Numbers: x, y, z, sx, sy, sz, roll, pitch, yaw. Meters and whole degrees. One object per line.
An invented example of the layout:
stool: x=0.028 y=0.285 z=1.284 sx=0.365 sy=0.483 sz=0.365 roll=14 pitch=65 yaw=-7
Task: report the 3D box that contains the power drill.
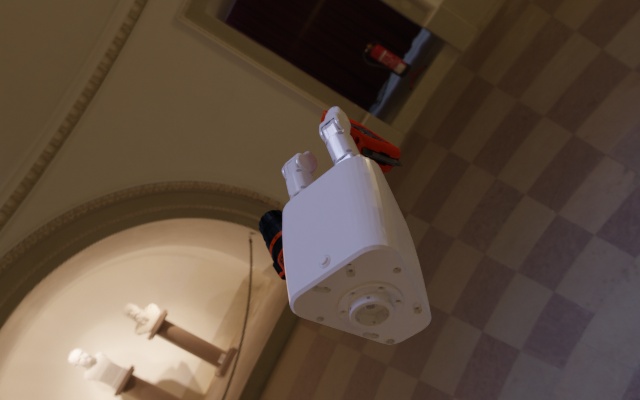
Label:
power drill: x=0.000 y=0.001 z=0.526 sx=0.057 sy=0.188 sz=0.184 roll=13 pitch=19 yaw=-34
